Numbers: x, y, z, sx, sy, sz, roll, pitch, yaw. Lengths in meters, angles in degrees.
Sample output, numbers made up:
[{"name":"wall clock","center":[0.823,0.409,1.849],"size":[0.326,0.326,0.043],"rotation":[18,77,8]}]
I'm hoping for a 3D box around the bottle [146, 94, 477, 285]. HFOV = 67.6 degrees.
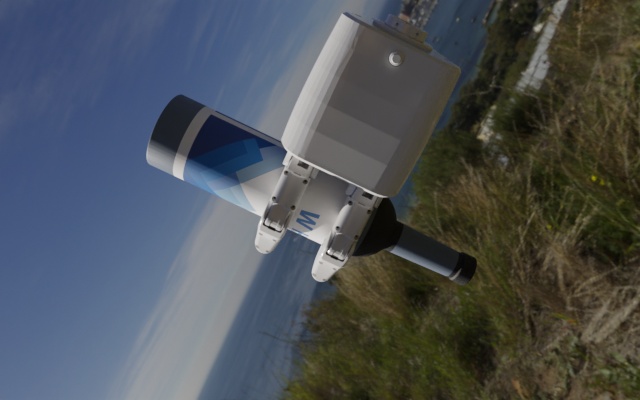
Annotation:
[{"name":"bottle","center":[0.000,0.001,0.419],"size":[0.296,0.069,0.069],"rotation":[25,-2,-3]}]
